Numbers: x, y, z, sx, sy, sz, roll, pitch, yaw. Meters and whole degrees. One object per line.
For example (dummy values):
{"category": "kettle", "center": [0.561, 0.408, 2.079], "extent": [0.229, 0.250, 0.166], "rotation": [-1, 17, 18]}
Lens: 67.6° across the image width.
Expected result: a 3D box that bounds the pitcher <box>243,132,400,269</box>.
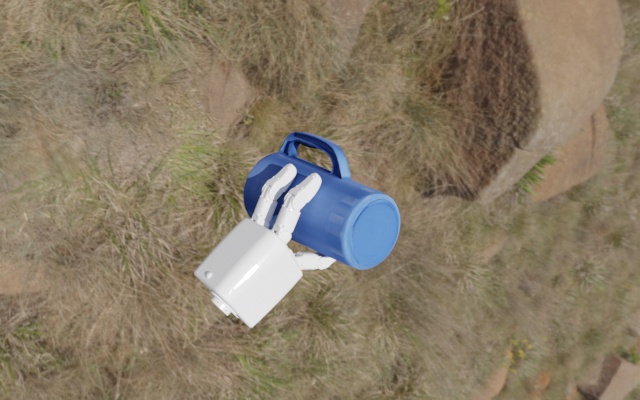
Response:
{"category": "pitcher", "center": [0.000, 0.003, 0.717], "extent": [0.145, 0.149, 0.242], "rotation": [-44, 38, -20]}
